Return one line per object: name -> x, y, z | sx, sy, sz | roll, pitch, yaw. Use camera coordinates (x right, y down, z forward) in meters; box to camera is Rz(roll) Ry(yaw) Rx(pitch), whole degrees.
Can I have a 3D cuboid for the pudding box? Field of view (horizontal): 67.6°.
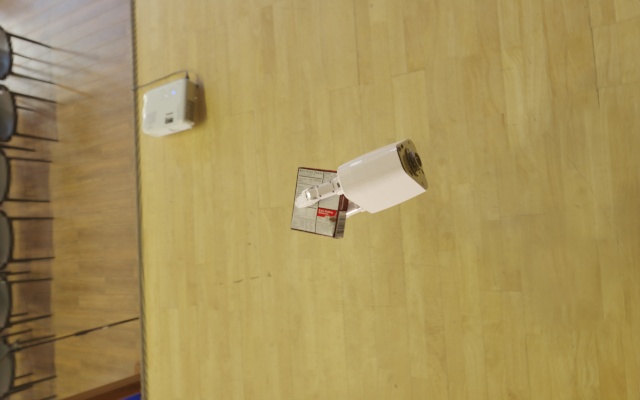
pudding box -> 0.000, 0.003, 0.816 | 0.090, 0.113, 0.039 | 10, 2, 28
